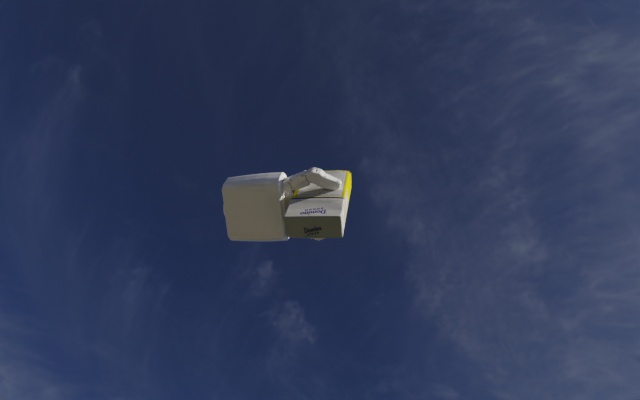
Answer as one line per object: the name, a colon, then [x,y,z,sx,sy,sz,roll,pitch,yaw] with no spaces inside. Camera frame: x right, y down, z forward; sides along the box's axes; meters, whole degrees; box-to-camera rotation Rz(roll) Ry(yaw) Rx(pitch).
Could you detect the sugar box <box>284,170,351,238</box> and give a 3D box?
sugar box: [0.000,0.003,0.814,0.093,0.048,0.176,-1,29,10]
